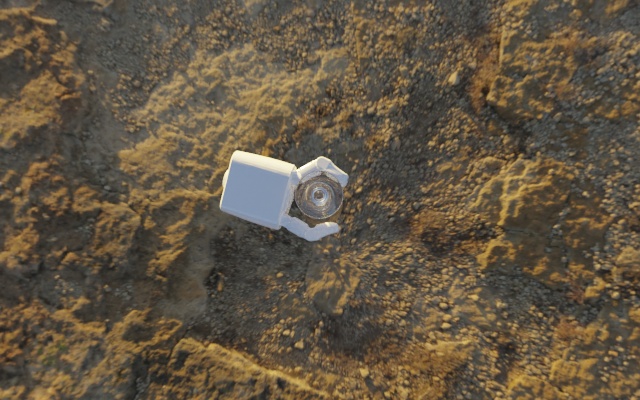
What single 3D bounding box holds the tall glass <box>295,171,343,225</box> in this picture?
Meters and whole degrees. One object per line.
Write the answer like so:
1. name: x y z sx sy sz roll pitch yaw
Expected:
1. tall glass: 0.000 0.003 0.825 0.079 0.079 0.201 0 -7 2
